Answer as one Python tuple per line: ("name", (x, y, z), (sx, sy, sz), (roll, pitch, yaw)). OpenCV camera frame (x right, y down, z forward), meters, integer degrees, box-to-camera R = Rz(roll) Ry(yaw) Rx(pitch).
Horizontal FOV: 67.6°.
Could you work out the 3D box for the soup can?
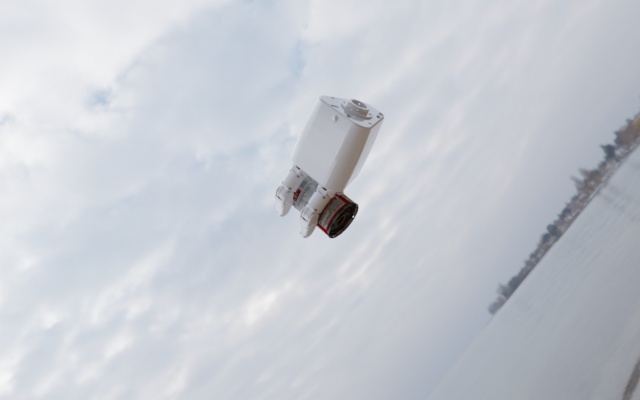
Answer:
("soup can", (0.000, 0.003, 0.752), (0.102, 0.068, 0.068), (39, 18, 23))
